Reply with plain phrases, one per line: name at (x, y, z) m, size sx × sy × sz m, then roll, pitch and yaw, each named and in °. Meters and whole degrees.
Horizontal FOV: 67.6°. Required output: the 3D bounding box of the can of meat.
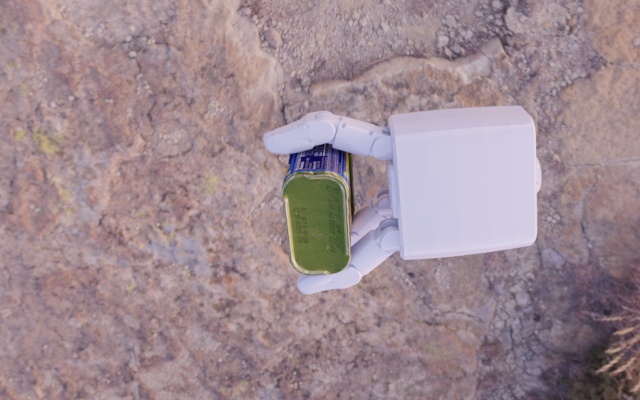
can of meat at (0.000, 0.001, 0.410) m, size 0.057 × 0.102 × 0.084 m, roll -2°, pitch 30°, yaw 5°
